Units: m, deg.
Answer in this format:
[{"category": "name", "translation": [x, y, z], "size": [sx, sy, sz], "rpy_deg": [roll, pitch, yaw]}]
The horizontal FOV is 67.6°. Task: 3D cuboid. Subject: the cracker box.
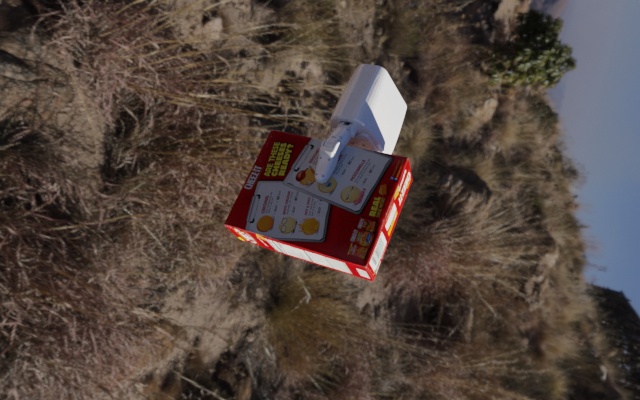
[{"category": "cracker box", "translation": [0.000, 0.002, 0.665], "size": [0.213, 0.164, 0.072], "rpy_deg": [14, -23, 23]}]
